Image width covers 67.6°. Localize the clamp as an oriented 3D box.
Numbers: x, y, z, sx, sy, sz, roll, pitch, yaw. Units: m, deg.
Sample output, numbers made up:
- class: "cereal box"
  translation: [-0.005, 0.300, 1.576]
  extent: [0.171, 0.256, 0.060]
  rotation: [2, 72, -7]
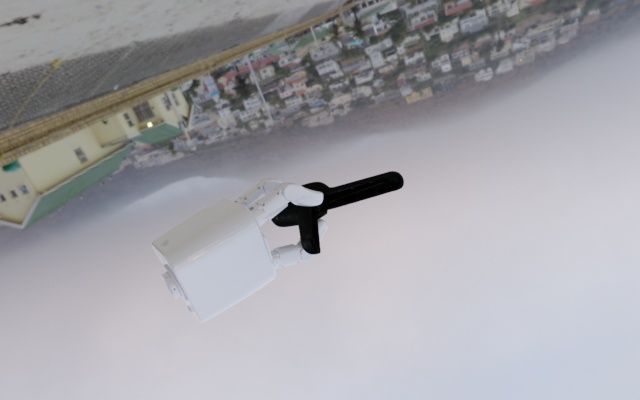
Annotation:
- class: "clamp"
  translation: [0.000, 0.003, 0.643]
  extent: [0.164, 0.036, 0.210]
  rotation: [-32, 21, -23]
